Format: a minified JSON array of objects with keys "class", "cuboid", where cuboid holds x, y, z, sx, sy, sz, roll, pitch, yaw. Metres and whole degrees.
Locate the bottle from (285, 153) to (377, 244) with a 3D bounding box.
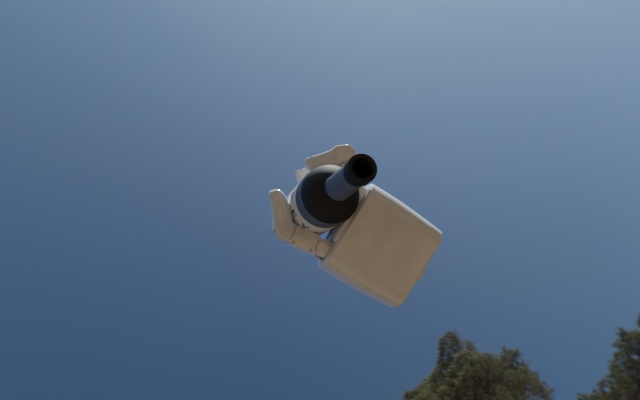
[{"class":"bottle","cuboid":[0.000,0.002,0.551,0.069,0.069,0.296,0,-12,-15]}]
